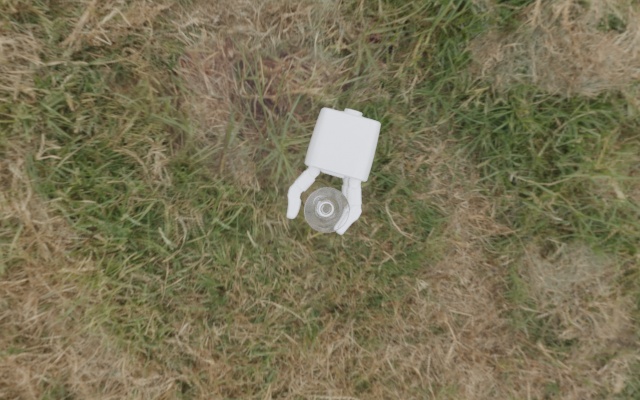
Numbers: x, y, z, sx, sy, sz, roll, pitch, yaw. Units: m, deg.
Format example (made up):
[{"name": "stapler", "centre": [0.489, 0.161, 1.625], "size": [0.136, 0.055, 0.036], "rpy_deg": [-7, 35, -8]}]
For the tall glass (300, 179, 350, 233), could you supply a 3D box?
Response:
[{"name": "tall glass", "centre": [0.000, 0.003, 0.868], "size": [0.079, 0.079, 0.201], "rpy_deg": [0, 7, -6]}]
